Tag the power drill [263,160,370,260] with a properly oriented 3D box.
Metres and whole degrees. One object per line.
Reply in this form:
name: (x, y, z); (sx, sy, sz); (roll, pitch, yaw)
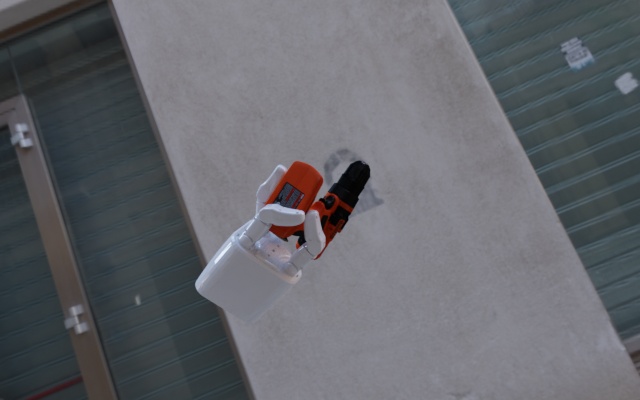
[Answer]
power drill: (0.000, 0.002, 0.722); (0.057, 0.184, 0.188); (32, 2, 25)
